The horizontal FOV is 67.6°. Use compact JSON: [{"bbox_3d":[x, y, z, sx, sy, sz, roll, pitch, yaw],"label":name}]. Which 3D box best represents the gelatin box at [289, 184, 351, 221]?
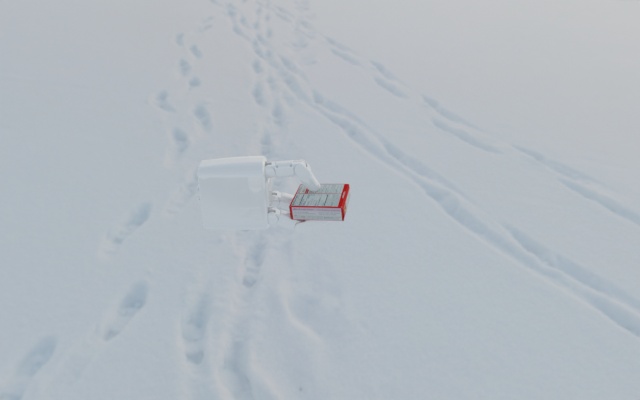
[{"bbox_3d":[0.000,0.002,0.782,0.089,0.030,0.073,0,32,13],"label":"gelatin box"}]
